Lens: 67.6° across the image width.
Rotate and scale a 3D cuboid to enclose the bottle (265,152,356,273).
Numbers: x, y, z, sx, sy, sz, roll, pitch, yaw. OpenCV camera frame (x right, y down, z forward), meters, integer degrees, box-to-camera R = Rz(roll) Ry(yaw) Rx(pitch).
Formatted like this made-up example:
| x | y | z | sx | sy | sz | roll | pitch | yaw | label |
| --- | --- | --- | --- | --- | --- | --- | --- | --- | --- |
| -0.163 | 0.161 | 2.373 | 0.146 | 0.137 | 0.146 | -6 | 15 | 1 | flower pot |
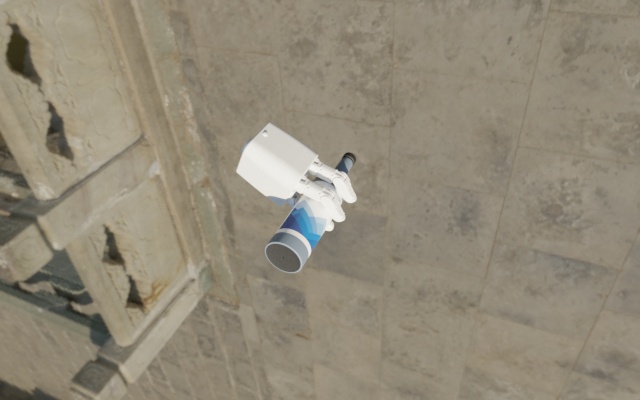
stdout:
| x | y | z | sx | sy | sz | roll | pitch | yaw | label |
| --- | --- | --- | --- | --- | --- | --- | --- | --- | --- |
| 0.000 | 0.003 | 0.854 | 0.069 | 0.069 | 0.295 | 0 | 37 | 30 | bottle |
